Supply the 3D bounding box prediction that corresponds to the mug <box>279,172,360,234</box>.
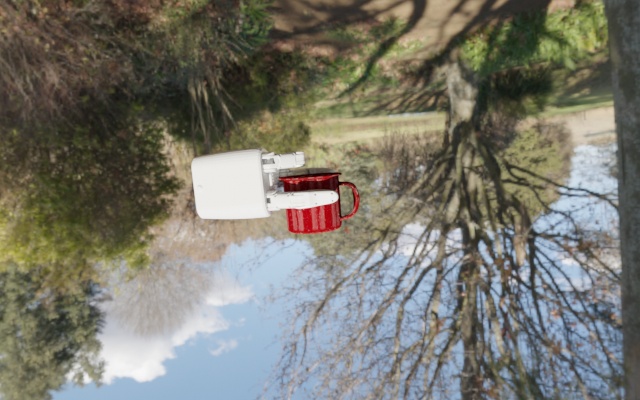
[{"bbox_3d":[0.002,0.002,0.703,0.117,0.081,0.093,-3,6,14],"label":"mug"}]
